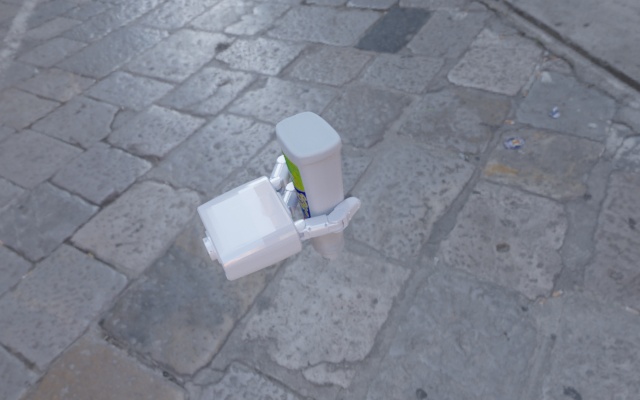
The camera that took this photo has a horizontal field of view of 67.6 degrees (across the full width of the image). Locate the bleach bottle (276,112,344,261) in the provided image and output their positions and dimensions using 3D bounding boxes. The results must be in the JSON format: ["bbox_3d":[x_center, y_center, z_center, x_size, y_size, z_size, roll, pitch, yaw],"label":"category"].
[{"bbox_3d":[0.000,0.002,0.692,0.068,0.251,0.102,-24,43,-13],"label":"bleach bottle"}]
